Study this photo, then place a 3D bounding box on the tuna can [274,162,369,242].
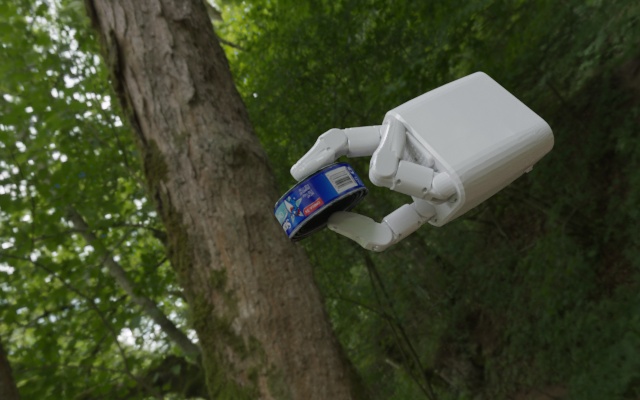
[{"bbox_3d":[0.000,0.001,0.443,0.086,0.033,0.086,-32,-12,-8],"label":"tuna can"}]
